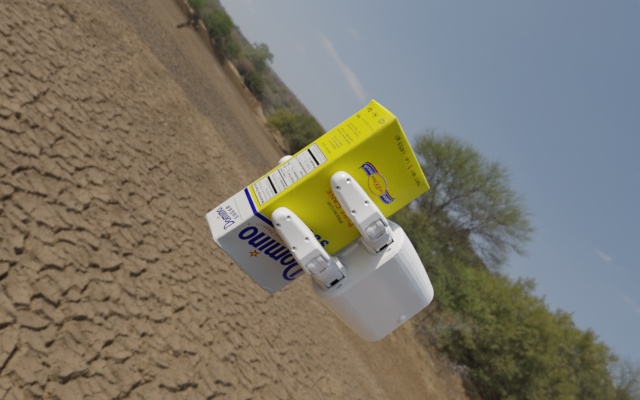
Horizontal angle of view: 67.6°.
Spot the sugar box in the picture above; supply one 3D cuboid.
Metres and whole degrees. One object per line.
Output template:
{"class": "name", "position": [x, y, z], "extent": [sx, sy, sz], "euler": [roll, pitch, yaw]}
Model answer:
{"class": "sugar box", "position": [0.000, 0.002, 0.416], "extent": [0.176, 0.093, 0.048], "euler": [-36, 40, 1]}
